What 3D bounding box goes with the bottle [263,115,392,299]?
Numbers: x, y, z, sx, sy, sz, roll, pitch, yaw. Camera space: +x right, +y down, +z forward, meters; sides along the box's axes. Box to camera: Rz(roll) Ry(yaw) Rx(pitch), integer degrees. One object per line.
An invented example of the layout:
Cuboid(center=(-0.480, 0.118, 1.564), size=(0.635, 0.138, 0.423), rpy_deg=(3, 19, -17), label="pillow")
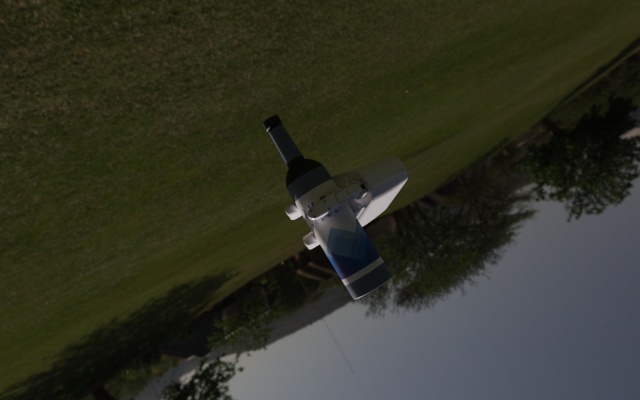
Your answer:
Cuboid(center=(0.000, 0.003, 0.711), size=(0.069, 0.295, 0.069), rpy_deg=(-31, -6, -3), label="bottle")
